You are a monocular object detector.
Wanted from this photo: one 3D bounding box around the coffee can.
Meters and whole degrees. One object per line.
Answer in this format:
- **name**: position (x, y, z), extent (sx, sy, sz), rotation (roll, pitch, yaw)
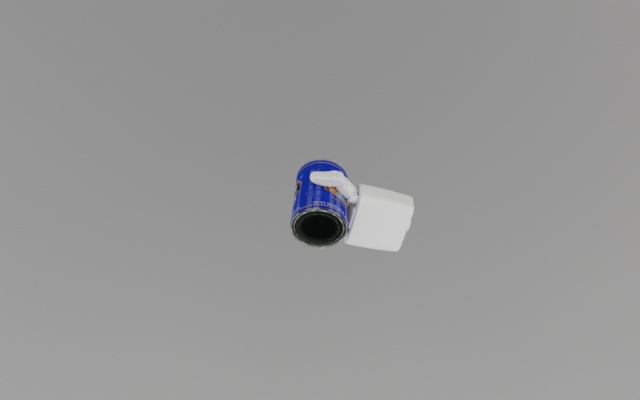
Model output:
- **coffee can**: position (0.000, 0.003, 0.897), extent (0.103, 0.103, 0.140), rotation (0, 44, 4)
